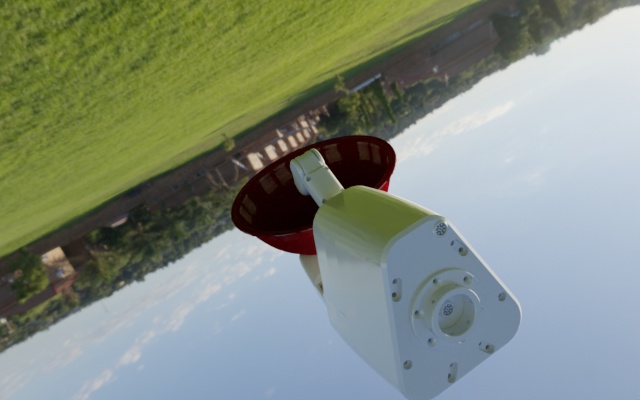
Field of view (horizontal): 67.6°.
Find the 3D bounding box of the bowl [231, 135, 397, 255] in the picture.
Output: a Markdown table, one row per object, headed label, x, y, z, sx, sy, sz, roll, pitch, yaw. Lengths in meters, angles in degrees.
| label | x | y | z | sx | sy | sz | roll | pitch | yaw |
| --- | --- | --- | --- | --- | --- | --- | --- | --- | --- |
| bowl | 0.000 | 0.001 | 0.453 | 0.162 | 0.055 | 0.162 | -18 | 30 | 10 |
